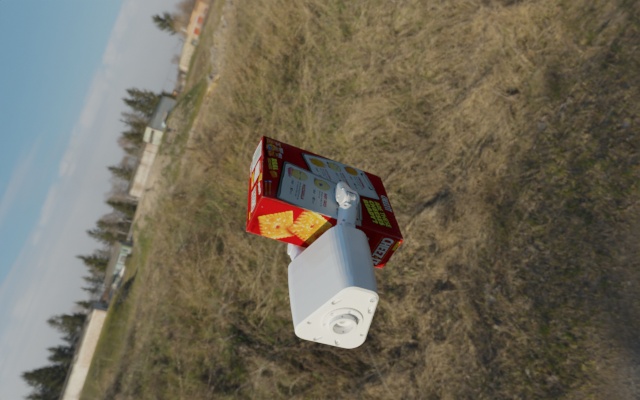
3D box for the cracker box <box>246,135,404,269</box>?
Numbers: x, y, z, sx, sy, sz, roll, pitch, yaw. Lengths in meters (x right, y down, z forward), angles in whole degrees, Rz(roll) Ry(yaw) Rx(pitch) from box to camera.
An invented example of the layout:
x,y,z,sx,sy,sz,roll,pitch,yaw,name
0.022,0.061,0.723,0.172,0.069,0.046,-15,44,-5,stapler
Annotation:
x,y,z,sx,sy,sz,roll,pitch,yaw,name
0.000,0.002,0.714,0.214,0.072,0.164,18,32,-19,cracker box
